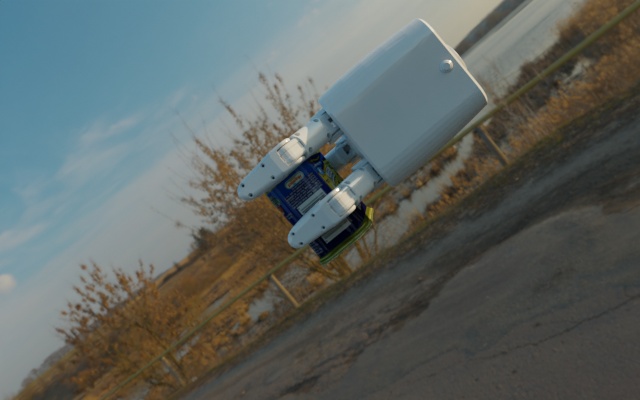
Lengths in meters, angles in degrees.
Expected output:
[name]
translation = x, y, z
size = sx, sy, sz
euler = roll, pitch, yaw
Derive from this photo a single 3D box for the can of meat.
[can of meat]
translation = 0.000, 0.001, 0.440
size = 0.057, 0.084, 0.102
euler = -40, 3, 12
